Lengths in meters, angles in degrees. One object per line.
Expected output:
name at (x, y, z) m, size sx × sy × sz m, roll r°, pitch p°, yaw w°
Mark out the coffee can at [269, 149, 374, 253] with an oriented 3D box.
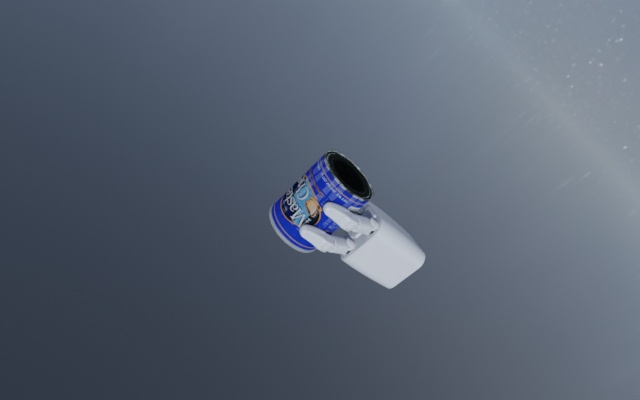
coffee can at (0.000, 0.002, 0.765) m, size 0.140 × 0.102 × 0.103 m, roll -43°, pitch -23°, yaw 26°
